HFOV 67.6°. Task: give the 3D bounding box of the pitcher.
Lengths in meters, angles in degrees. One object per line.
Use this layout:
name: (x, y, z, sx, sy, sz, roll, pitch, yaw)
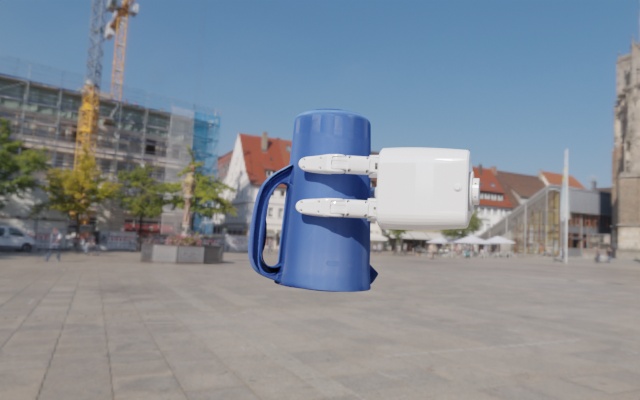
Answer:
pitcher: (0.000, 0.002, 0.659, 0.145, 0.243, 0.149, 1, -5, 24)
